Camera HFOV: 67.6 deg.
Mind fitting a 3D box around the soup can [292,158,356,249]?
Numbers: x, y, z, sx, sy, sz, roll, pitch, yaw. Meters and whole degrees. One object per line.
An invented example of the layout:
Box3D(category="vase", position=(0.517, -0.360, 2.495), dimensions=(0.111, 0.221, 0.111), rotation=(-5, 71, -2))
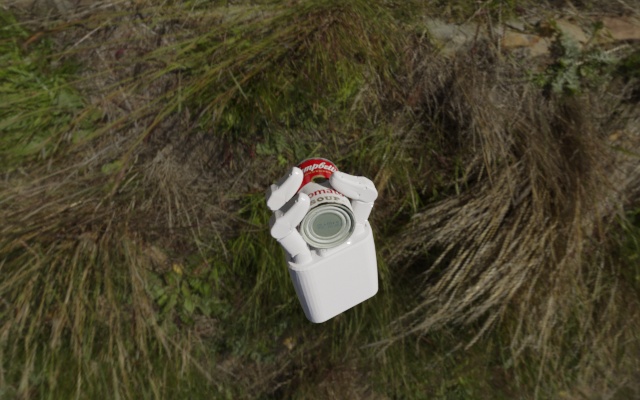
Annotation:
Box3D(category="soup can", position=(0.000, 0.002, 0.583), dimensions=(0.068, 0.068, 0.102), rotation=(0, 35, -11))
